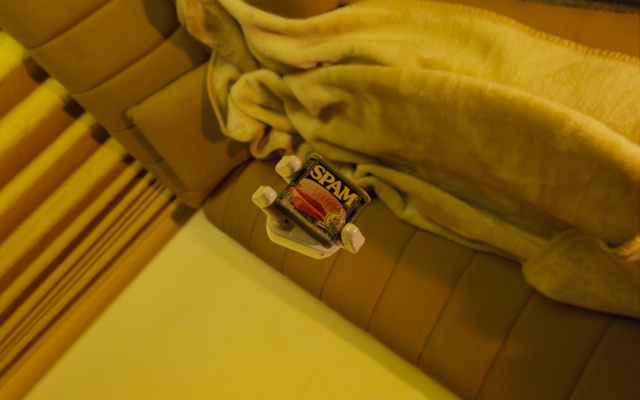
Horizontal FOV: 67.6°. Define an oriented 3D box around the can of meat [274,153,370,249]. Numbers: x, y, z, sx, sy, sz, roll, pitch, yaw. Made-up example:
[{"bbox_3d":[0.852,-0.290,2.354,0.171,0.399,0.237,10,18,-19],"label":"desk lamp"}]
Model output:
[{"bbox_3d":[0.000,0.002,0.637,0.102,0.084,0.057,39,-15,-1],"label":"can of meat"}]
